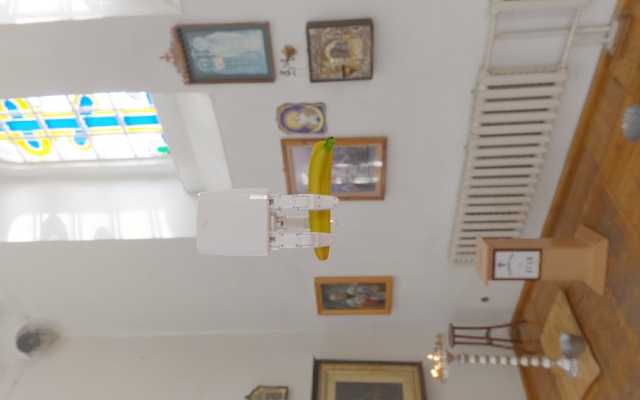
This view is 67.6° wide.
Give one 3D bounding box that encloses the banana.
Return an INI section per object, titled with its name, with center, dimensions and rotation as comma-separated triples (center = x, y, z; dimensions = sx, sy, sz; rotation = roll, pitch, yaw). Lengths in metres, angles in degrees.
[banana]
center = -0.001, -0.007, 0.736
dimensions = 0.037, 0.198, 0.069
rotation = 0, 20, -3
